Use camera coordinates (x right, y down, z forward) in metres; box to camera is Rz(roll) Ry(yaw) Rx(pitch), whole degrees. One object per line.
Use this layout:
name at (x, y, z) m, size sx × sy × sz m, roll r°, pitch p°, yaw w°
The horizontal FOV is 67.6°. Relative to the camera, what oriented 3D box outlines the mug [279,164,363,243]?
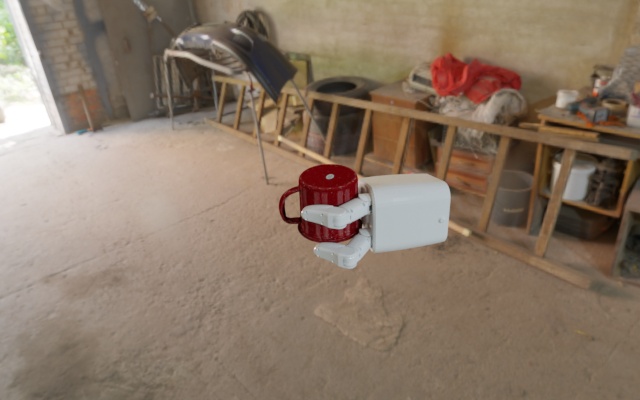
mug at (-0.001, 0.002, 0.663) m, size 0.117 × 0.081 × 0.093 m, roll -6°, pitch 29°, yaw -6°
